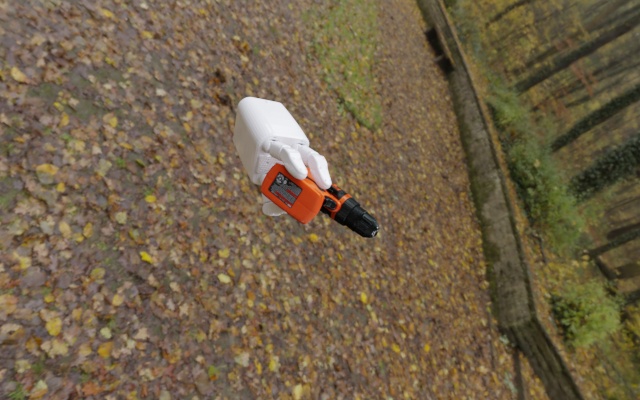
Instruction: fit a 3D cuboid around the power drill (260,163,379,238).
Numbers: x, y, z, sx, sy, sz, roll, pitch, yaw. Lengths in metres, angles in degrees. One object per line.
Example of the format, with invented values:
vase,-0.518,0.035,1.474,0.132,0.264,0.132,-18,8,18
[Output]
power drill,0.000,0.002,0.787,0.184,0.057,0.187,35,9,21
